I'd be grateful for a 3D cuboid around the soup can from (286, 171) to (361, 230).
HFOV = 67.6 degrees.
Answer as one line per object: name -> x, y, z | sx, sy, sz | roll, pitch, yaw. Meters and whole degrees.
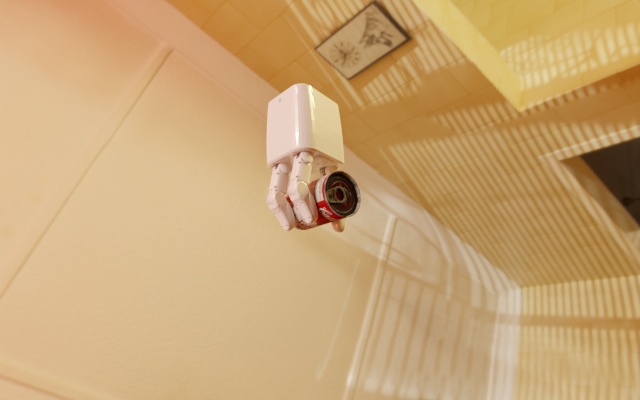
soup can -> 0.000, 0.003, 0.706 | 0.068, 0.068, 0.102 | 0, -14, -41
